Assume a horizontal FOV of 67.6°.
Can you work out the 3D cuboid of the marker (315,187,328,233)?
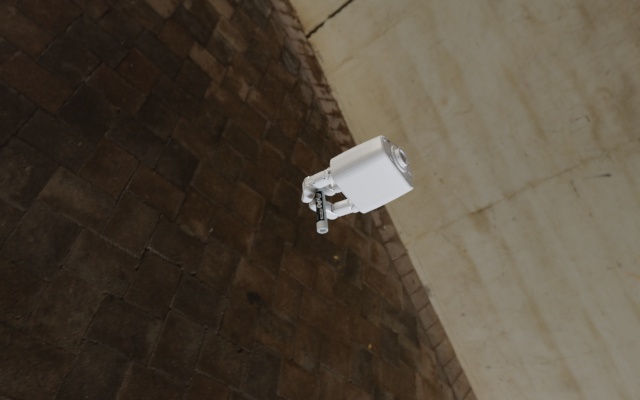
[{"bbox_3d":[0.000,0.003,0.858,0.020,0.121,0.020,-3,-35,-2],"label":"marker"}]
